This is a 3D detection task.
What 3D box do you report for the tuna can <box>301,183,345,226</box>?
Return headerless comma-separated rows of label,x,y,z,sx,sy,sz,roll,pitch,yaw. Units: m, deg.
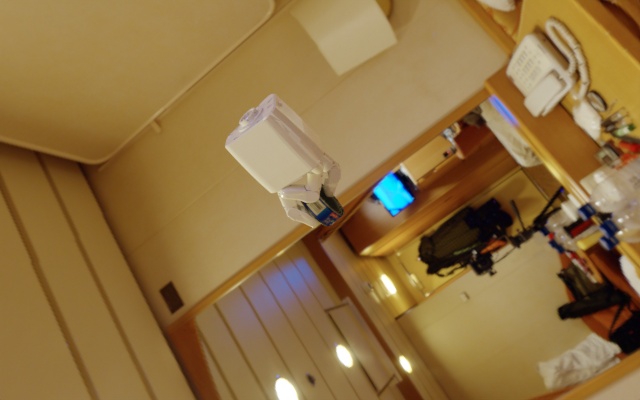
tuna can,0.000,0.003,0.814,0.034,0.086,0.086,-42,-12,13
